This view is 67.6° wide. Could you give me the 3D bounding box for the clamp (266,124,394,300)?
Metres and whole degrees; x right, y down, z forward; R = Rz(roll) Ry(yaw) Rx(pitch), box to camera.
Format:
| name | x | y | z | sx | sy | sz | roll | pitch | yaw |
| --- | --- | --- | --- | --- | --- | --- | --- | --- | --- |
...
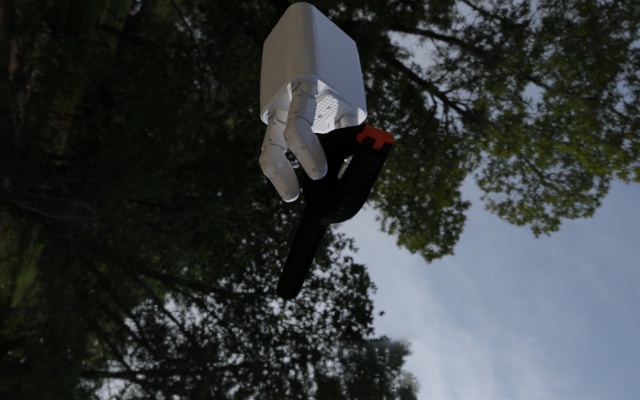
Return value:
| name | x | y | z | sx | sy | sz | roll | pitch | yaw |
| --- | --- | --- | --- | --- | --- | --- | --- | --- | --- |
| clamp | 0.001 | 0.001 | 0.486 | 0.036 | 0.164 | 0.210 | 10 | -28 | -31 |
